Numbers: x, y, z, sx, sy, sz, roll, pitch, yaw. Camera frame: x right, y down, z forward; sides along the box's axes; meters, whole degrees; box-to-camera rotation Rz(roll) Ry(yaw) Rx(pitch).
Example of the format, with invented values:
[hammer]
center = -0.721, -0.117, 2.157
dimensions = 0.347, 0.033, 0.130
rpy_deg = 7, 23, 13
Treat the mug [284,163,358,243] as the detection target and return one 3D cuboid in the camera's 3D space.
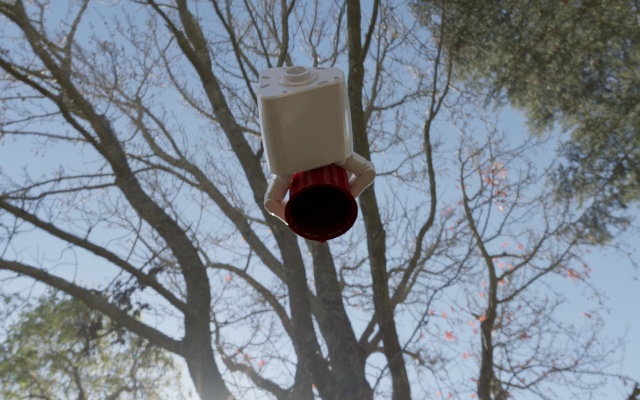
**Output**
[mug]
center = 0.000, 0.003, 0.639
dimensions = 0.093, 0.117, 0.081
rpy_deg = -5, 37, 0
